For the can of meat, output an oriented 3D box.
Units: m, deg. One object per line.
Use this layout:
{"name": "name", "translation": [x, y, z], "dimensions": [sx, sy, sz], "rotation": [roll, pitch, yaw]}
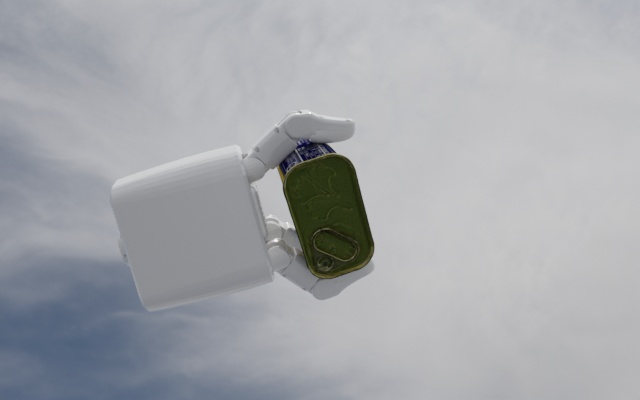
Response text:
{"name": "can of meat", "translation": [0.000, 0.001, 0.407], "dimensions": [0.057, 0.102, 0.084], "rotation": [-19, 22, -5]}
